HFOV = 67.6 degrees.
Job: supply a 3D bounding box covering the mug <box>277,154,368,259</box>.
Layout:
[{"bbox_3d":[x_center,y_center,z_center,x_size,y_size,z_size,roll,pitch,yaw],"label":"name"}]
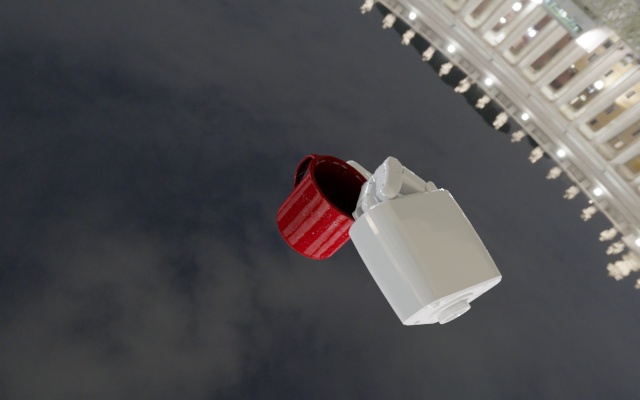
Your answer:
[{"bbox_3d":[-0.001,0.001,0.533,0.093,0.117,0.081,4,-41,-43],"label":"mug"}]
